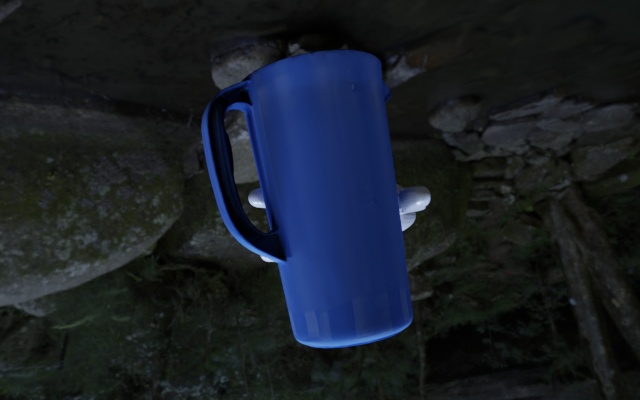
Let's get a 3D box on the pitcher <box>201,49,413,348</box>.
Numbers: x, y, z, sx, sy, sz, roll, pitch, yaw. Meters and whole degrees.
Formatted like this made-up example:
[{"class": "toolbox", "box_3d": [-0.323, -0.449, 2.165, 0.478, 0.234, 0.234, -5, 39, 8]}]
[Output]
[{"class": "pitcher", "box_3d": [0.000, 0.001, 0.430, 0.149, 0.243, 0.145, -11, -5, 17]}]
